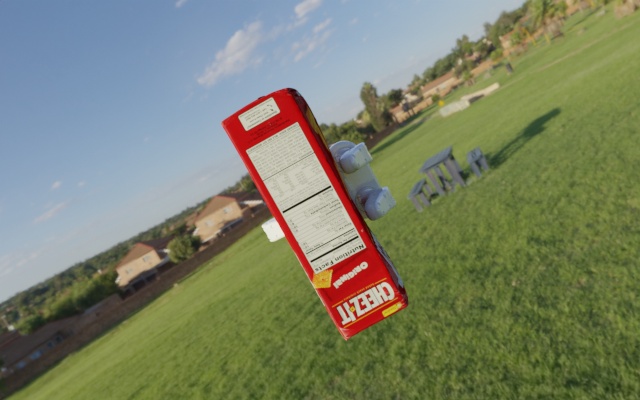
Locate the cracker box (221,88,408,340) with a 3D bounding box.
[{"bbox_3d":[0.000,0.001,0.470,0.072,0.214,0.164,-29,6,5],"label":"cracker box"}]
